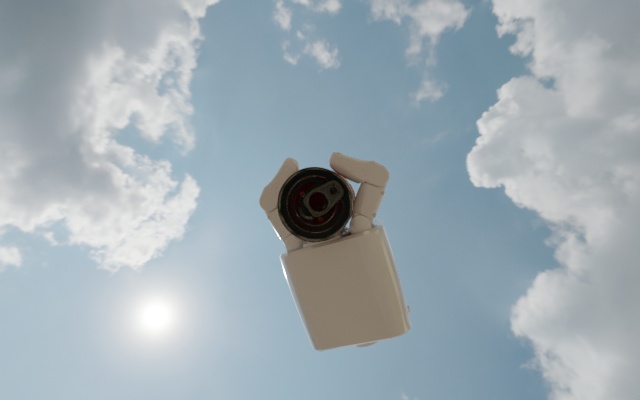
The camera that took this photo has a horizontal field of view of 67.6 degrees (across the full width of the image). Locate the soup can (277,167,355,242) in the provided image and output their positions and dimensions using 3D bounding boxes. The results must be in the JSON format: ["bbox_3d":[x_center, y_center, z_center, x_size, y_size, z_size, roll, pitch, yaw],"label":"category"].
[{"bbox_3d":[0.000,0.001,0.477,0.068,0.068,0.102,0,3,6],"label":"soup can"}]
